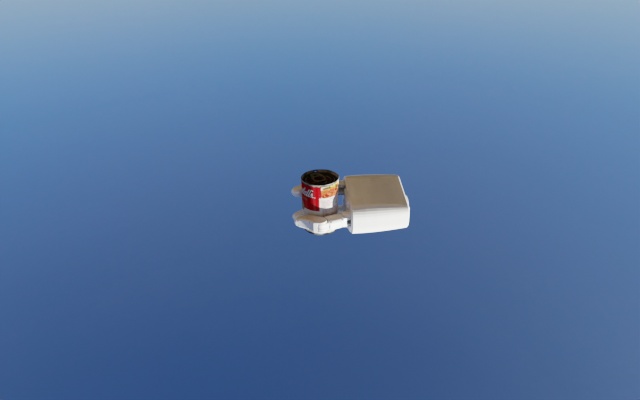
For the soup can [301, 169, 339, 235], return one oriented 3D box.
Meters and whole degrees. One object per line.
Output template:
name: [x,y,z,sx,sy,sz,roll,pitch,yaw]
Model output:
soup can: [0.000,0.003,0.869,0.068,0.102,0.068,-1,29,1]
